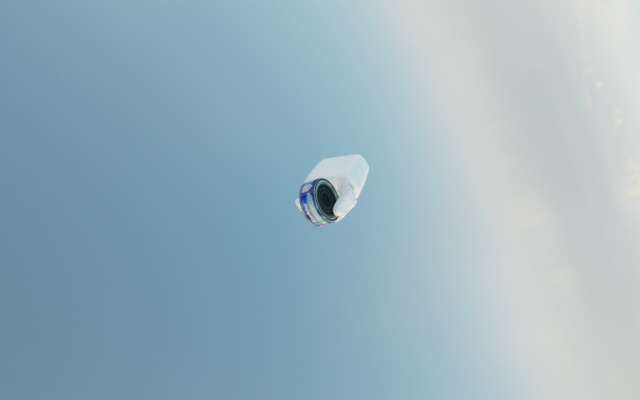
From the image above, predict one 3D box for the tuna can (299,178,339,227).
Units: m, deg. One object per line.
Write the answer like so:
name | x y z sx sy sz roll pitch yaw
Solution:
tuna can | 0.001 0.003 0.868 0.034 0.086 0.086 -19 -10 32
